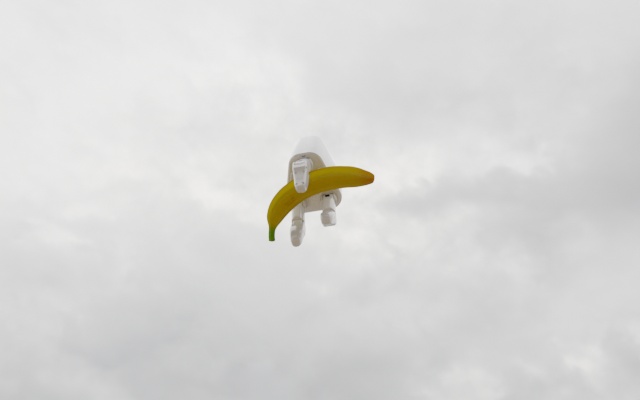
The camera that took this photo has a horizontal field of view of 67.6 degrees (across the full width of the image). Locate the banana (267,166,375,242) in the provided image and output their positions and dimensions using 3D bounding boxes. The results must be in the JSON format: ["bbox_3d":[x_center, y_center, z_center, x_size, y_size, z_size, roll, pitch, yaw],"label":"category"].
[{"bbox_3d":[-0.012,-0.012,0.757,0.198,0.069,0.037,-31,2,12],"label":"banana"}]
